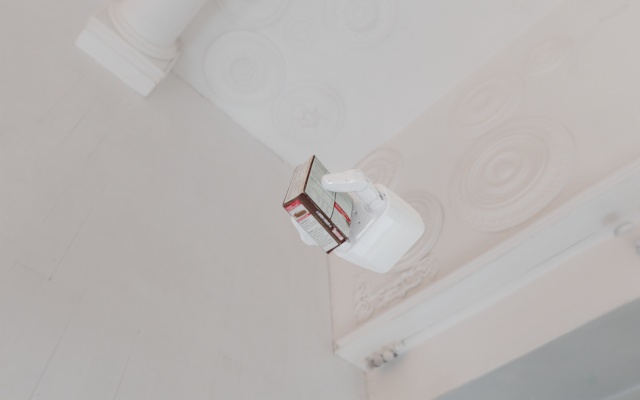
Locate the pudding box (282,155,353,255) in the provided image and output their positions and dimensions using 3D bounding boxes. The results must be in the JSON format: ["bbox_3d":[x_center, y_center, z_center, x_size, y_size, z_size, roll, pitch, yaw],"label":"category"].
[{"bbox_3d":[0.000,0.002,0.628,0.039,0.090,0.113,-35,19,22],"label":"pudding box"}]
